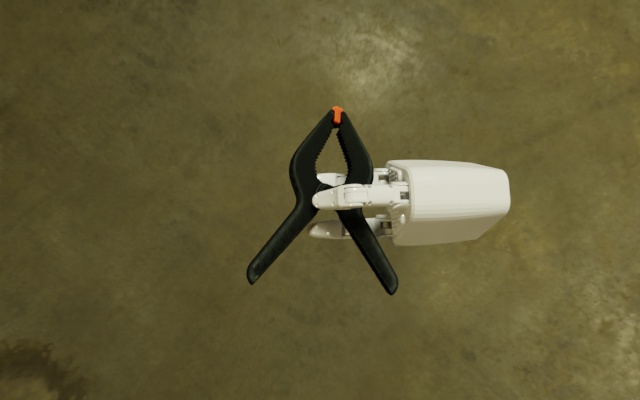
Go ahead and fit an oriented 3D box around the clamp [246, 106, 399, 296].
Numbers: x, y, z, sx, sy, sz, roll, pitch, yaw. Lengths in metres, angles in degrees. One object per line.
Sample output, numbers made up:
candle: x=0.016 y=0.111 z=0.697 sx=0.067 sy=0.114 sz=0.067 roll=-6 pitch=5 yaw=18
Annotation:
clamp: x=0.000 y=0.001 z=0.525 sx=0.164 sy=0.210 sz=0.036 roll=-1 pitch=-7 yaw=-8
